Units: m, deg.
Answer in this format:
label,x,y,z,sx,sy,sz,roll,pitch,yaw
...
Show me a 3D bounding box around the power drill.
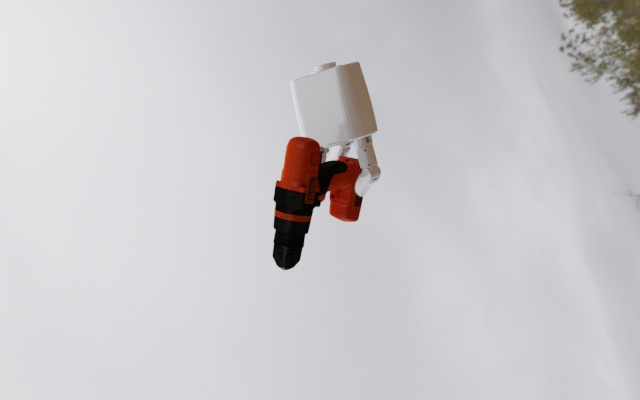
label,x,y,z,sx,sy,sz,roll,pitch,yaw
power drill,0.000,0.002,0.708,0.057,0.184,0.187,16,11,28
